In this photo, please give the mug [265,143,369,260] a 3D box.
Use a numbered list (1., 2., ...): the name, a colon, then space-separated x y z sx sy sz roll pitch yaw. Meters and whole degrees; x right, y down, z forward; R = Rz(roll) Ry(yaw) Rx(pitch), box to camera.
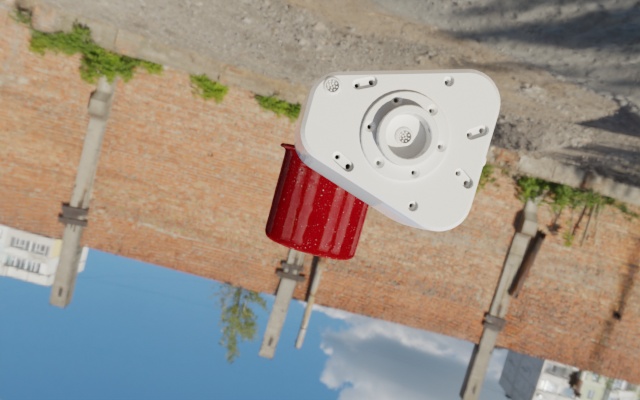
1. mug: 0.000 0.002 0.427 0.093 0.081 0.117 15 3 -1
